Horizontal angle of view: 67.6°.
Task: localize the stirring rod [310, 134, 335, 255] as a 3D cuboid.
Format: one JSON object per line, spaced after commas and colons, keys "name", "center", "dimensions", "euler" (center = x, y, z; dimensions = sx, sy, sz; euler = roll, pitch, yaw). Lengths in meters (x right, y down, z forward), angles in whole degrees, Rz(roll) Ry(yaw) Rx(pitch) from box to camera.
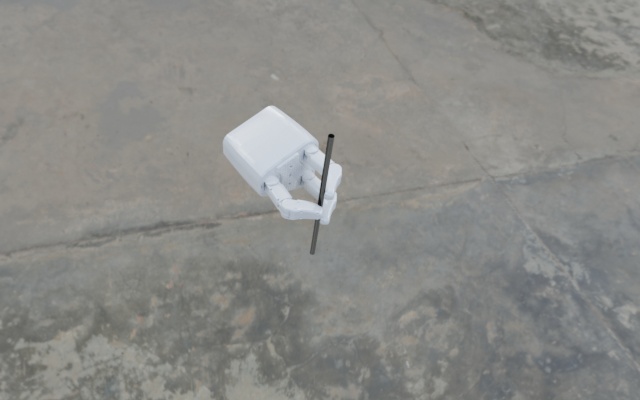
{"name": "stirring rod", "center": [0.000, 0.002, 0.667], "dimensions": [0.011, 0.011, 0.240], "euler": [0, -42, -8]}
